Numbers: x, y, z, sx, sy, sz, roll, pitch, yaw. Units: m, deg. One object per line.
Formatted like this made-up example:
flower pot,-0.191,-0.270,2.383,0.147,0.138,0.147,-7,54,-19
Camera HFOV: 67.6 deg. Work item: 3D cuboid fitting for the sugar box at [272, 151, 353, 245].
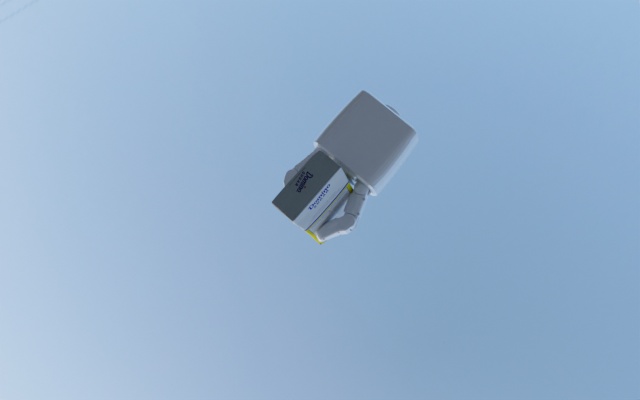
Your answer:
sugar box,0.000,0.002,0.667,0.048,0.093,0.176,40,-4,21
